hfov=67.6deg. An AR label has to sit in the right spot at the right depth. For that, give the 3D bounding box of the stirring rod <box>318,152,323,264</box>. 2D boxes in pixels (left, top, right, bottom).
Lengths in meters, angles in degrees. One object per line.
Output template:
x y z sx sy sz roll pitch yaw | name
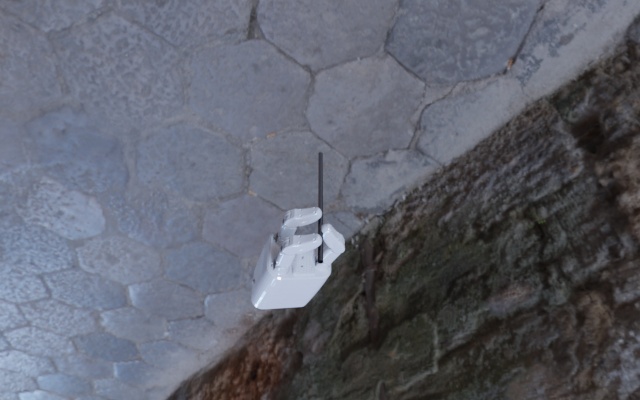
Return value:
0.000 0.003 0.772 0.011 0.239 0.011 0 -44 0 | stirring rod
